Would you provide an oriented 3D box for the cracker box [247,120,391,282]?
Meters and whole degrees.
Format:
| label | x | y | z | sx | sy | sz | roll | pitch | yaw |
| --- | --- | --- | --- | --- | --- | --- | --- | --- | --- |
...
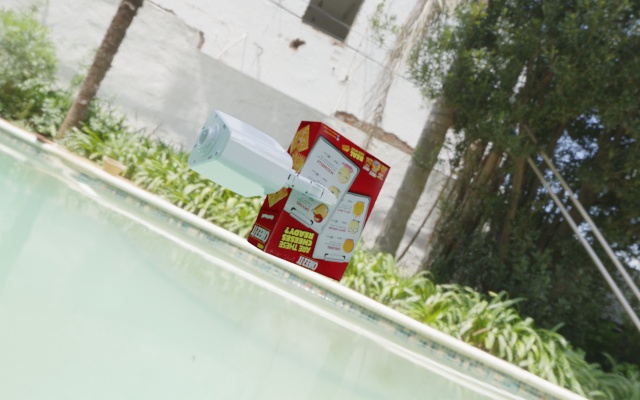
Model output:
| label | x | y | z | sx | sy | sz | roll | pitch | yaw |
| --- | --- | --- | --- | --- | --- | --- | --- | --- | --- |
| cracker box | 0.000 | 0.002 | 0.774 | 0.164 | 0.213 | 0.072 | 27 | -4 | -35 |
